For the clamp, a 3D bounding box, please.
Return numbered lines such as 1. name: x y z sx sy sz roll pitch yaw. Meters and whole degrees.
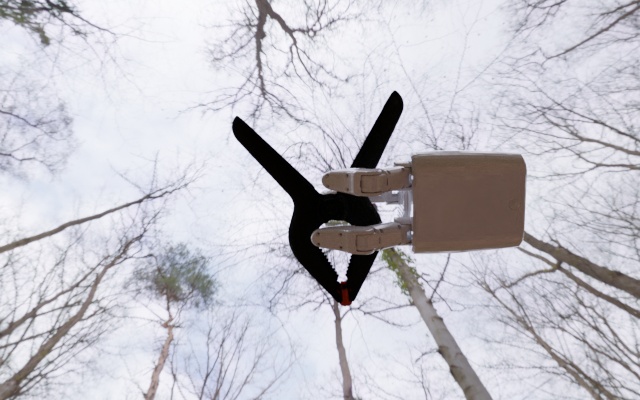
1. clamp: 0.000 0.002 0.472 0.164 0.210 0.036 -2 11 2
